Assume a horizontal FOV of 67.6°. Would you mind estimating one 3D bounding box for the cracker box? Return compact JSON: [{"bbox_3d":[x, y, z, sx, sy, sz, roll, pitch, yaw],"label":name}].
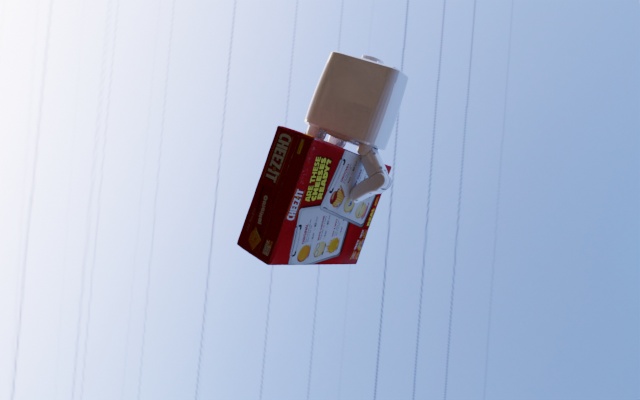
[{"bbox_3d":[0.000,0.002,0.664,0.072,0.164,0.214,24,8,34],"label":"cracker box"}]
